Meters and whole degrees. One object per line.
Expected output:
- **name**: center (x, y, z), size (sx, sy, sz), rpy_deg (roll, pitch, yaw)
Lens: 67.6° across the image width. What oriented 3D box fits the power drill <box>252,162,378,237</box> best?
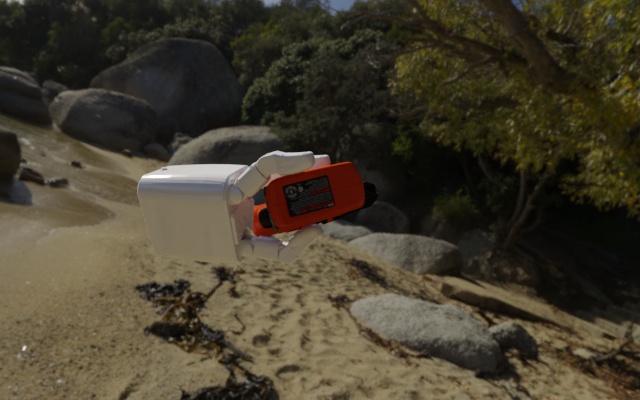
- **power drill**: center (0.000, 0.002, 0.597), size (0.184, 0.057, 0.188), rpy_deg (-17, -6, -8)
